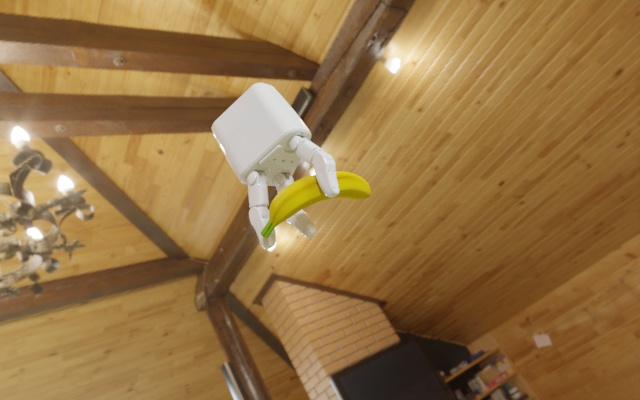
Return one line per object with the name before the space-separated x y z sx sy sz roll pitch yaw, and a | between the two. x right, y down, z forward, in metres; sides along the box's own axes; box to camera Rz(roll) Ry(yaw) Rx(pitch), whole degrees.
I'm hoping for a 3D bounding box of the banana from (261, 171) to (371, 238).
banana | 0.003 -0.009 0.660 0.198 0.037 0.070 -19 -32 -34
